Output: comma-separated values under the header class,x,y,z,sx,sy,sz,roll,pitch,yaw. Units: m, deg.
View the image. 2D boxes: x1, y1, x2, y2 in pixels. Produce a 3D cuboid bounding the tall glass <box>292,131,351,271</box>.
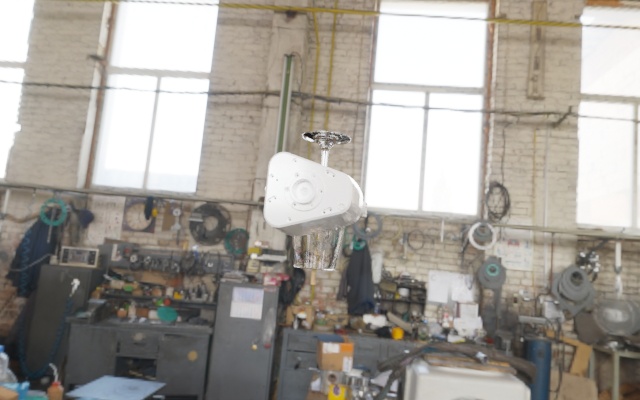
class,x,y,z,sx,sy,sz,roll,pitch,yaw
tall glass,0.000,0.002,0.714,0.079,0.201,0.079,5,-7,1
